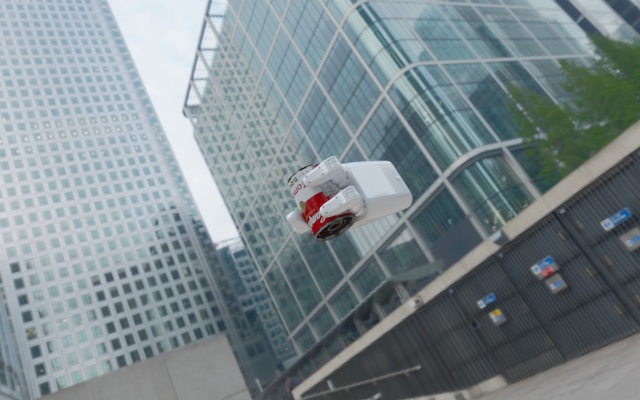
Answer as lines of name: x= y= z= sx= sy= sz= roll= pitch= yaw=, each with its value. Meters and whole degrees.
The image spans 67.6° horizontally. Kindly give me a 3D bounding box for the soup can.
soup can: x=0.000 y=0.002 z=0.731 sx=0.068 sy=0.102 sz=0.068 roll=-25 pitch=-23 yaw=-11
